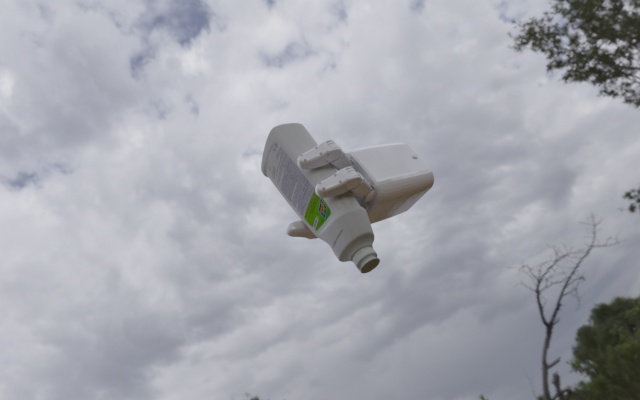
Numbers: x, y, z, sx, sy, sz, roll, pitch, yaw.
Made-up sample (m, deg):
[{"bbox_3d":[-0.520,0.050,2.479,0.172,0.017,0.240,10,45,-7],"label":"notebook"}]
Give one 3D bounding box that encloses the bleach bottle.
[{"bbox_3d":[0.000,0.002,0.666,0.068,0.103,0.250,-13,50,-29],"label":"bleach bottle"}]
